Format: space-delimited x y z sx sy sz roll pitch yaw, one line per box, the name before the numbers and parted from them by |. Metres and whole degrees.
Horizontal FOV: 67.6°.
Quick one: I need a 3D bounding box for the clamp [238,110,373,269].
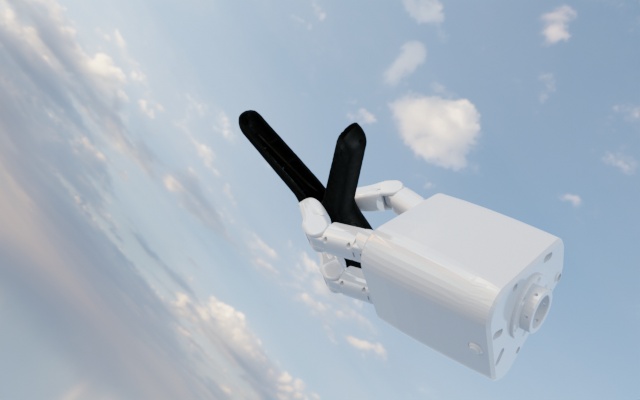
clamp | 0.001 0.002 0.468 0.036 0.210 0.164 -40 41 -24
